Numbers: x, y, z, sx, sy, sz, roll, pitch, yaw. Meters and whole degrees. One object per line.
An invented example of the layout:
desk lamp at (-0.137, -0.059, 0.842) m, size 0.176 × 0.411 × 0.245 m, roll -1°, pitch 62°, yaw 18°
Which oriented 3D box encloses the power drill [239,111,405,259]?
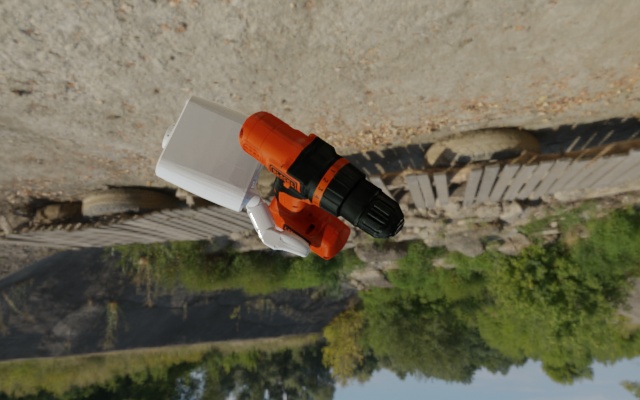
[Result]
power drill at (0.000, 0.002, 0.521) m, size 0.184 × 0.057 × 0.188 m, roll 37°, pitch -20°, yaw 14°
